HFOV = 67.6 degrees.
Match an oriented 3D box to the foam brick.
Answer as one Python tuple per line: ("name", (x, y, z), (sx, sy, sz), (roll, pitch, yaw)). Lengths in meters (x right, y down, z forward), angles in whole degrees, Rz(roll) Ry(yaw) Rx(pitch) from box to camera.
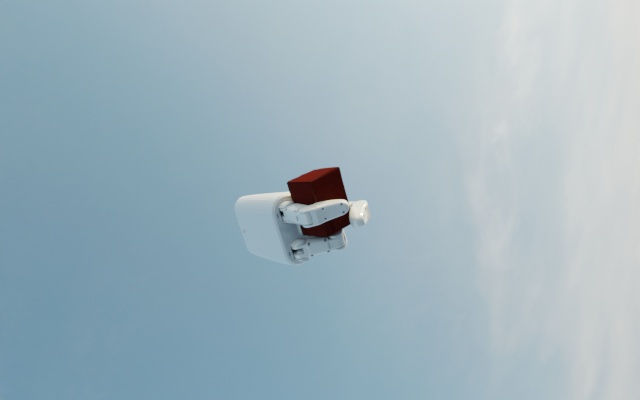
("foam brick", (0.000, 0.002, 0.615), (0.053, 0.078, 0.051), (-27, 19, -36))
